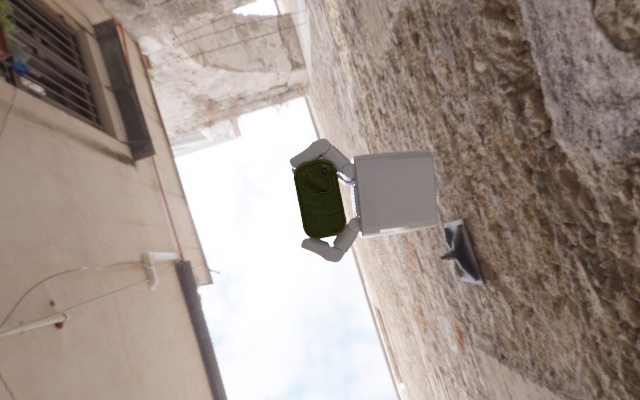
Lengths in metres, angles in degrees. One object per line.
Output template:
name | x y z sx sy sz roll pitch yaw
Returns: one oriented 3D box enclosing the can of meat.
can of meat | 0.000 0.002 0.652 0.057 0.102 0.084 -11 -6 0
